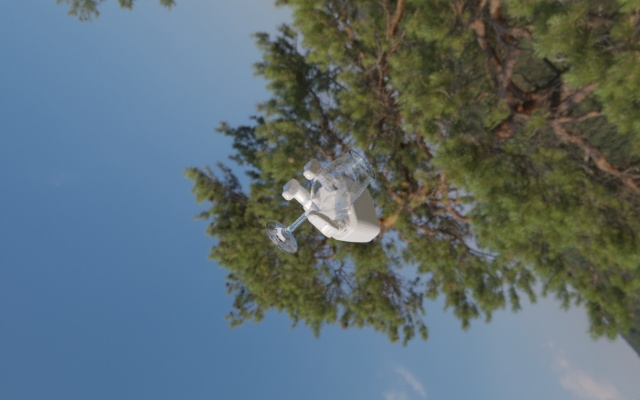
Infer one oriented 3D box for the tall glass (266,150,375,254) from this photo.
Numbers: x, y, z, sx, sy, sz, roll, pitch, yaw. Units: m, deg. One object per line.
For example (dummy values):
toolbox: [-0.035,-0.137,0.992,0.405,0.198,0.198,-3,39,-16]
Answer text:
tall glass: [0.000,0.003,0.817,0.201,0.079,0.079,-42,-18,20]
